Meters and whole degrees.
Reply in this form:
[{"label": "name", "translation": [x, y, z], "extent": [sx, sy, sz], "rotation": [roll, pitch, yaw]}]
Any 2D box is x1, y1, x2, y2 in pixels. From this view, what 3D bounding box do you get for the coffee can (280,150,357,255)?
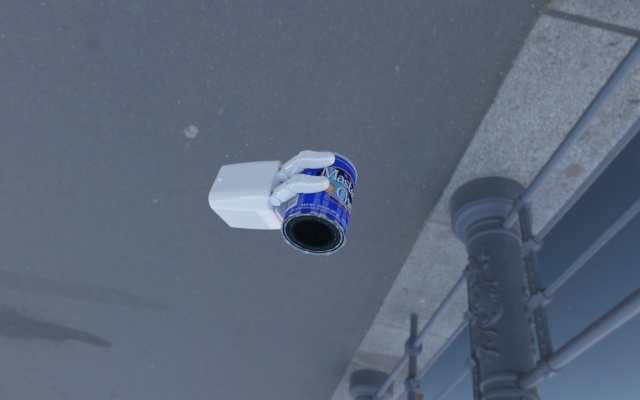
[{"label": "coffee can", "translation": [0.000, 0.002, 0.775], "extent": [0.103, 0.140, 0.103], "rotation": [7, -42, 7]}]
